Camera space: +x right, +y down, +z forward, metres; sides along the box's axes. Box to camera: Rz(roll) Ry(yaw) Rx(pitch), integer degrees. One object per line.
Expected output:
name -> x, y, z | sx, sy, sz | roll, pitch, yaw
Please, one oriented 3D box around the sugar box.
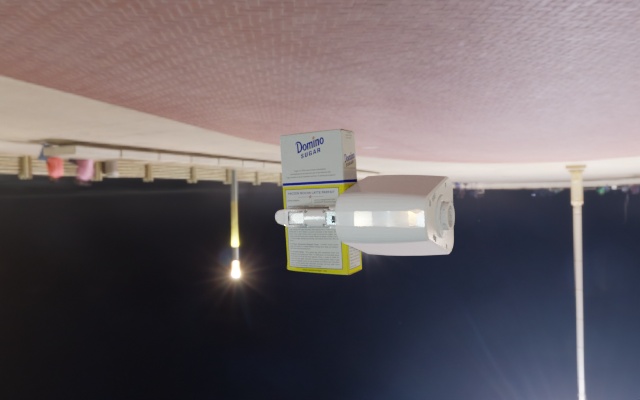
sugar box -> 0.001, 0.002, 0.607 | 0.093, 0.176, 0.048 | -1, 1, 30
